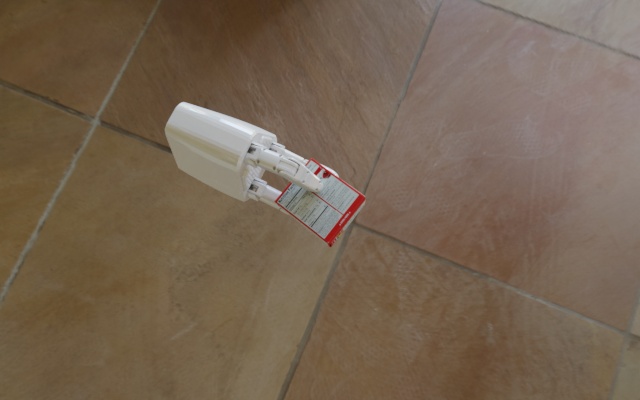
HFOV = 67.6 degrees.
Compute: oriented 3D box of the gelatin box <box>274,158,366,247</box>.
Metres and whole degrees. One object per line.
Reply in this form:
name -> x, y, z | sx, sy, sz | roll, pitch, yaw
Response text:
gelatin box -> 0.000, 0.002, 0.592 | 0.089, 0.073, 0.030 | 37, -8, 15
